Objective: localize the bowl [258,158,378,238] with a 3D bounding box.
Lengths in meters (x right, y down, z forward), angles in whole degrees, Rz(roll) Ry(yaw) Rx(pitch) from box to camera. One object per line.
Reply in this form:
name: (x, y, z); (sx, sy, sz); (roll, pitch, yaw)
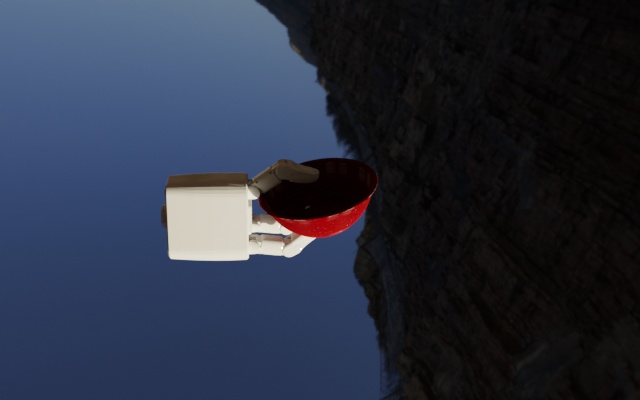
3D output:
bowl: (0.001, 0.002, 0.648); (0.162, 0.055, 0.162); (-9, 30, 5)
